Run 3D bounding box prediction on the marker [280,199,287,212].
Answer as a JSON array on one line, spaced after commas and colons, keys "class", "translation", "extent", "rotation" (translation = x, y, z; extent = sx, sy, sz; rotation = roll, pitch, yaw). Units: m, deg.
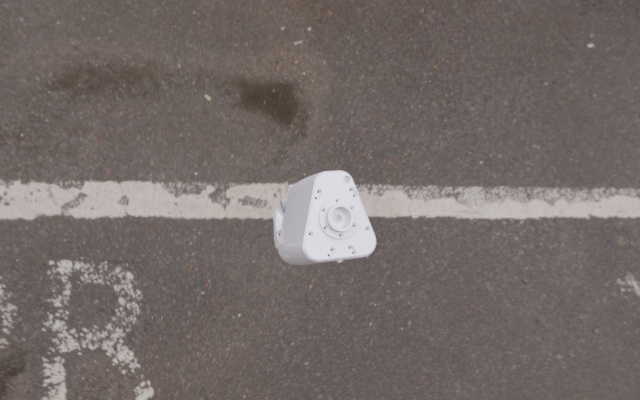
[{"class": "marker", "translation": [0.000, 0.002, 0.708], "extent": [0.121, 0.020, 0.020], "rotation": [-5, 2, -19]}]
